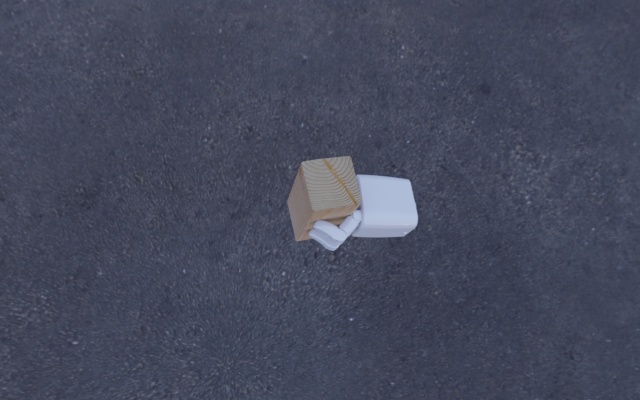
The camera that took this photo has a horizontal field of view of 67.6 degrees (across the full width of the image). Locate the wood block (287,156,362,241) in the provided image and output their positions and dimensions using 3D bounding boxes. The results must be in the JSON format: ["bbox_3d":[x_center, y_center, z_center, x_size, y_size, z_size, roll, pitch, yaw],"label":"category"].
[{"bbox_3d":[0.000,0.003,0.892,0.090,0.090,0.206,-9,-17,-14],"label":"wood block"}]
